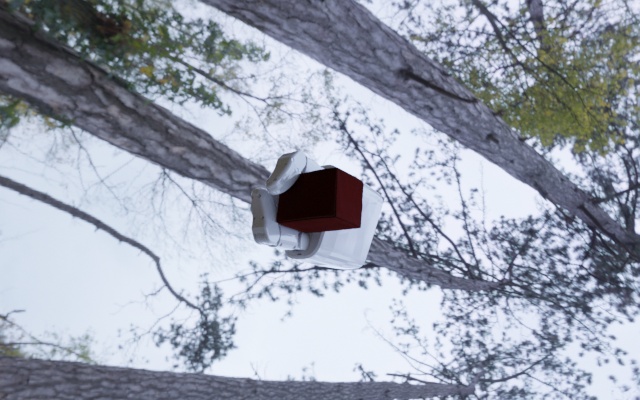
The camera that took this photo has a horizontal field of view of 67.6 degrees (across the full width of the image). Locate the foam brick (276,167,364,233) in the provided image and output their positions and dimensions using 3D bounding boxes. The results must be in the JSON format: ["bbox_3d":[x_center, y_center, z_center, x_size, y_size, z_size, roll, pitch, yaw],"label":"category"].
[{"bbox_3d":[0.000,0.002,0.504,0.078,0.053,0.051,-7,-20,37],"label":"foam brick"}]
